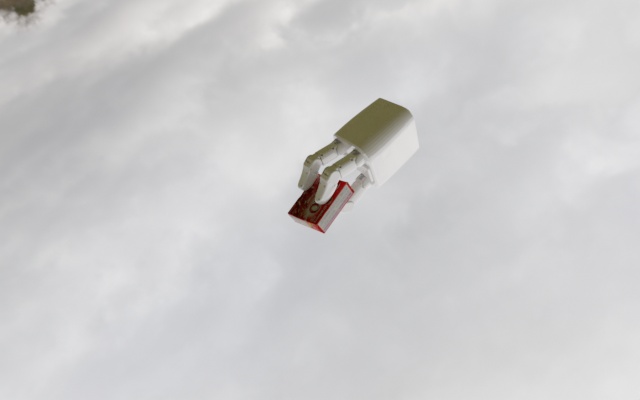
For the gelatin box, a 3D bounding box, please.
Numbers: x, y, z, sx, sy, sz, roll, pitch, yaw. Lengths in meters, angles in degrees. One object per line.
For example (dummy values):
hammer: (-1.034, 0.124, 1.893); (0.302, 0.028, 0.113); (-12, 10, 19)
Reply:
gelatin box: (0.000, 0.003, 0.770); (0.073, 0.089, 0.030); (20, -22, 45)
